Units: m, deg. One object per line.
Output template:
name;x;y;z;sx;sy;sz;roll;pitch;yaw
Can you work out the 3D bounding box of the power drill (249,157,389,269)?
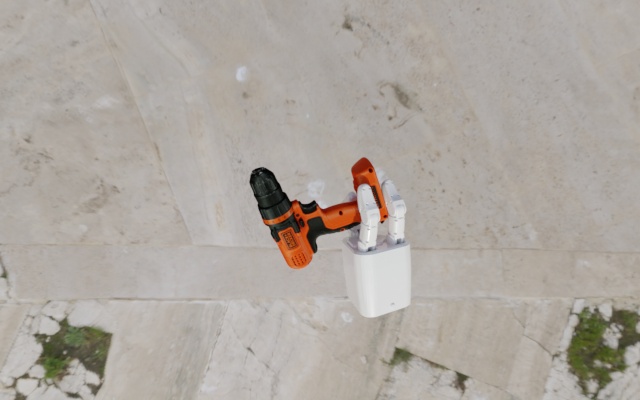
power drill;0.001;0.003;0.745;0.187;0.184;0.057;-22;30;0
